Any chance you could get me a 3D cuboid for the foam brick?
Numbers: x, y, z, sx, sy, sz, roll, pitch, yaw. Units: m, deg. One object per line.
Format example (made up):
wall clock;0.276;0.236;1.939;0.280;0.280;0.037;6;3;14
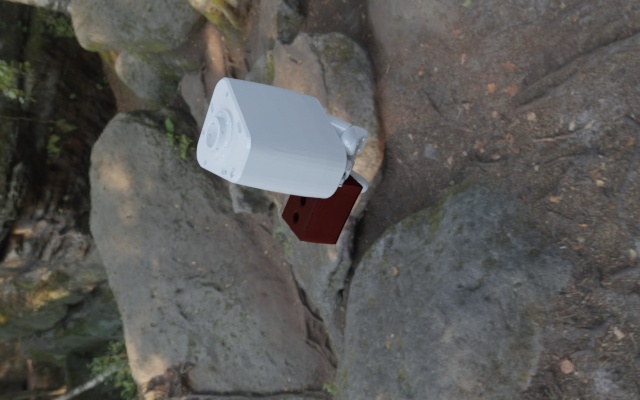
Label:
foam brick;0.000;0.002;0.528;0.051;0.078;0.053;6;27;-37
